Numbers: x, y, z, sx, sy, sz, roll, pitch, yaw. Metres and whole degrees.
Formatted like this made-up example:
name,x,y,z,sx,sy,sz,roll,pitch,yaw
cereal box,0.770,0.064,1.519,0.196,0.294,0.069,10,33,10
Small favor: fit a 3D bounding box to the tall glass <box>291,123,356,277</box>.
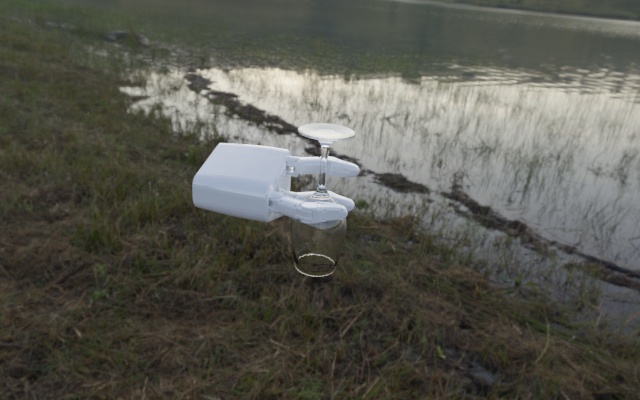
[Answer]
name,x,y,z,sx,sy,sz,roll,pitch,yaw
tall glass,0.000,0.002,0.649,0.079,0.201,0.079,4,24,-2
